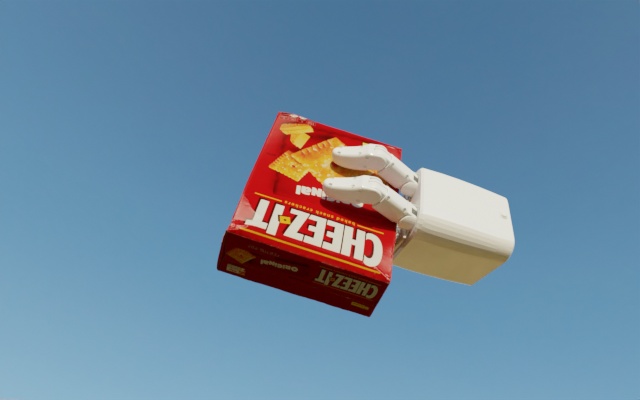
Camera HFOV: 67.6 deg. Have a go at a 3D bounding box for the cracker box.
[{"bbox_3d":[0.000,0.002,0.532,0.164,0.072,0.213,17,43,-3],"label":"cracker box"}]
